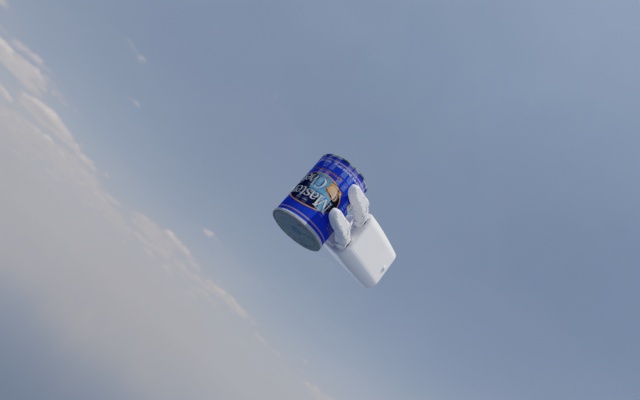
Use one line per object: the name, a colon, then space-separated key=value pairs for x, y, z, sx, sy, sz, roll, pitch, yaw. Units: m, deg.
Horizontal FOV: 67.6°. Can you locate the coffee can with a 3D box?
coffee can: x=0.000 y=0.003 z=0.831 sx=0.103 sy=0.140 sz=0.103 roll=34 pitch=-23 yaw=16
